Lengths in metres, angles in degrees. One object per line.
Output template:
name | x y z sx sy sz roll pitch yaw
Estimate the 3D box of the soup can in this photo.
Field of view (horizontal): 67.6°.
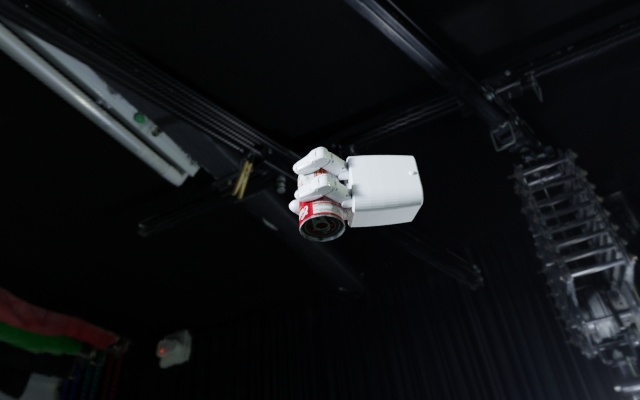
soup can | 0.000 0.002 0.737 0.068 0.102 0.069 -3 -38 -2
